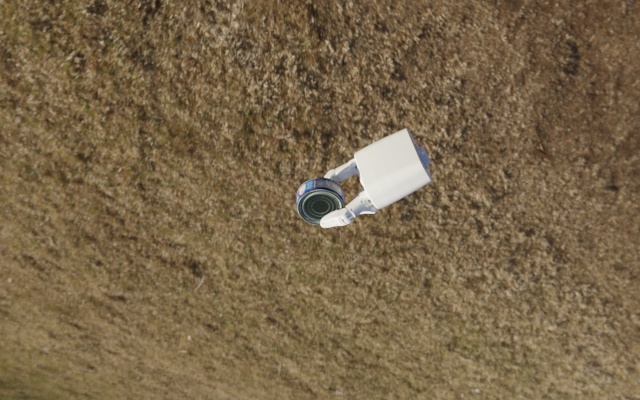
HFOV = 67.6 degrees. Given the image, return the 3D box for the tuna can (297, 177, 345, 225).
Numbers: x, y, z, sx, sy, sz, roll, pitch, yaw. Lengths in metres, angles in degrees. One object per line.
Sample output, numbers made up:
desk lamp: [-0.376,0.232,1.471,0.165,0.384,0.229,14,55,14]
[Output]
tuna can: [0.000,0.003,0.847,0.086,0.086,0.033,0,40,0]
